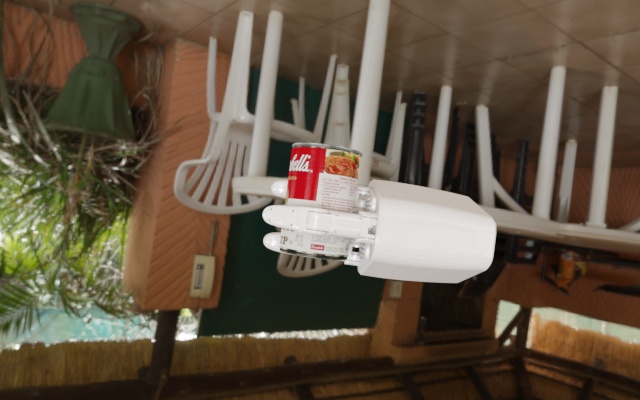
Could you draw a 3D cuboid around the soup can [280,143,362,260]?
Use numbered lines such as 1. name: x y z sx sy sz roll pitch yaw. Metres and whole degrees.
1. soup can: 0.000 0.002 0.456 0.068 0.102 0.068 8 -2 0
